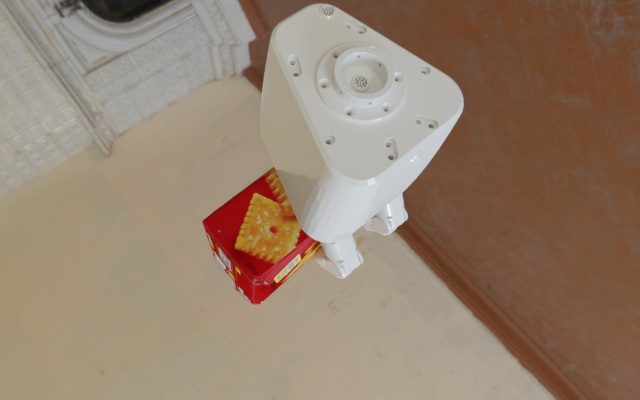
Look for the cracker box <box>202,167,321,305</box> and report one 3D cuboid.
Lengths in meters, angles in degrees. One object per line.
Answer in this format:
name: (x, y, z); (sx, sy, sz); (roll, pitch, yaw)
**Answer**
cracker box: (0.000, 0.001, 0.452); (0.213, 0.072, 0.164); (-38, -9, -18)
